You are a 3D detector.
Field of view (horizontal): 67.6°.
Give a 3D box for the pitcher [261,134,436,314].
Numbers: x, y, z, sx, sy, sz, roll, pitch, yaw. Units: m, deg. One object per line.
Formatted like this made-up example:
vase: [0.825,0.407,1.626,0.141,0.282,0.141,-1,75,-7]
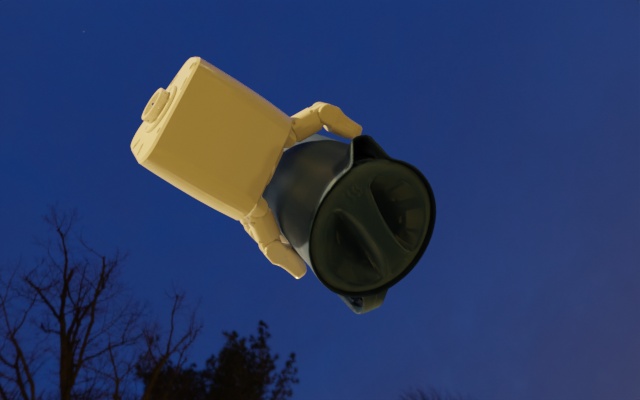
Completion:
pitcher: [0.000,0.002,0.523,0.145,0.149,0.242,33,1,-32]
